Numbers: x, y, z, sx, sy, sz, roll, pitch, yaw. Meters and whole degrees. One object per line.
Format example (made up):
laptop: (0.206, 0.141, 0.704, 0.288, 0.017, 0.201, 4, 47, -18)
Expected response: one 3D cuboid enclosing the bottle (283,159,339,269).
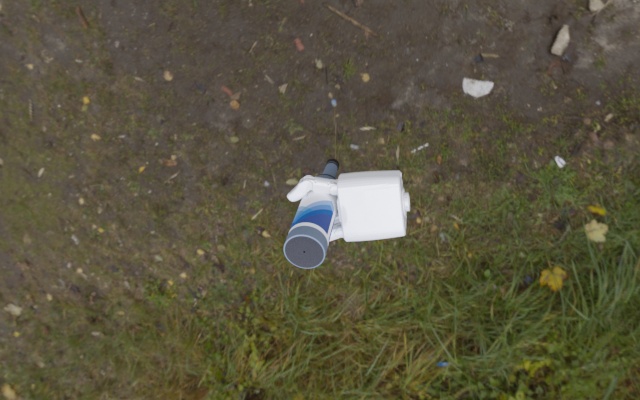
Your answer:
bottle: (0.000, 0.003, 0.860, 0.069, 0.069, 0.295, 0, 32, 12)
